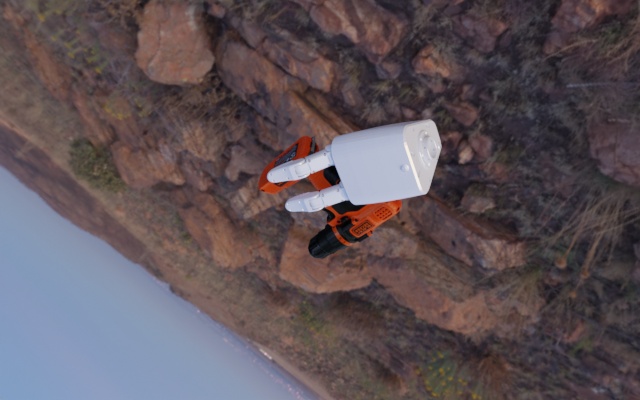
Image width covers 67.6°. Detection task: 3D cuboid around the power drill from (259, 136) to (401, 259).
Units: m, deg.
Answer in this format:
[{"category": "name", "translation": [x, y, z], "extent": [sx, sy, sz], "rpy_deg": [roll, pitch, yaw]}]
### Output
[{"category": "power drill", "translation": [0.000, 0.002, 0.729], "extent": [0.188, 0.057, 0.184], "rpy_deg": [37, -57, -26]}]
